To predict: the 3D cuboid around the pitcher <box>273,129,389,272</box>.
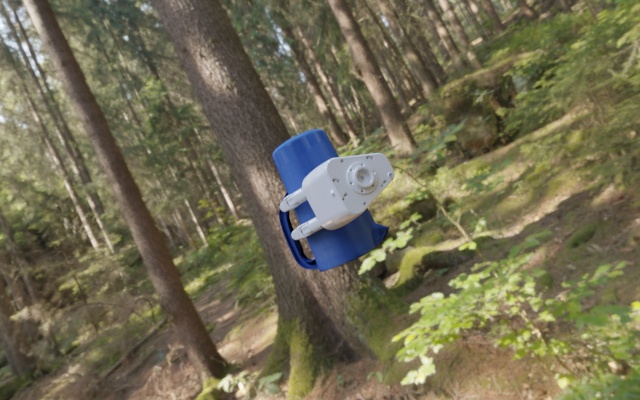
[{"bbox_3d":[0.000,0.003,0.877,0.149,0.243,0.145,-25,-3,-22],"label":"pitcher"}]
